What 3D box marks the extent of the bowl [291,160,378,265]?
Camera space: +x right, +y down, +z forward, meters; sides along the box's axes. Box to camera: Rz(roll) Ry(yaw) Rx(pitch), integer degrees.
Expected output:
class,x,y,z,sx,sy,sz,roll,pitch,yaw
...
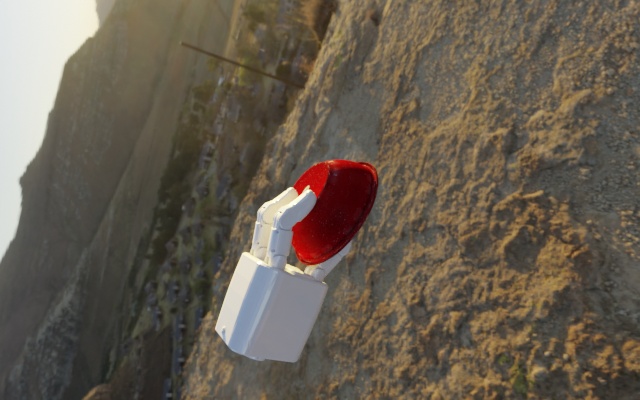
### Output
class,x,y,z,sx,sy,sz,roll,pitch,yaw
bowl,0.000,0.001,0.632,0.055,0.162,0.162,36,-17,-25
